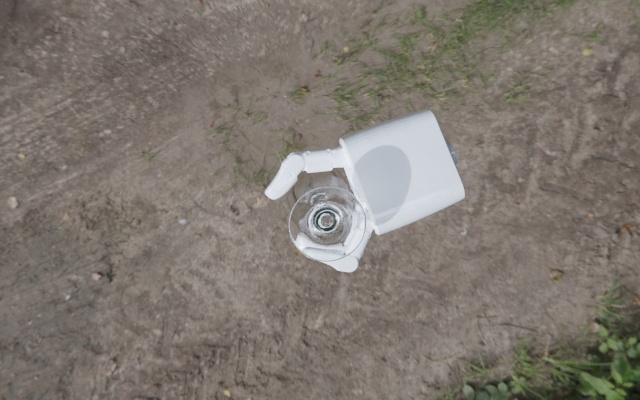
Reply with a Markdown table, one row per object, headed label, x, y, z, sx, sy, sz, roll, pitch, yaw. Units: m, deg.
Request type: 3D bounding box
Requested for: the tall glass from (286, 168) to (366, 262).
| label | x | y | z | sx | sy | sz | roll | pitch | yaw |
| --- | --- | --- | --- | --- | --- | --- | --- | --- | --- |
| tall glass | 0.000 | 0.002 | 0.548 | 0.079 | 0.079 | 0.201 | 0 | 12 | -4 |
